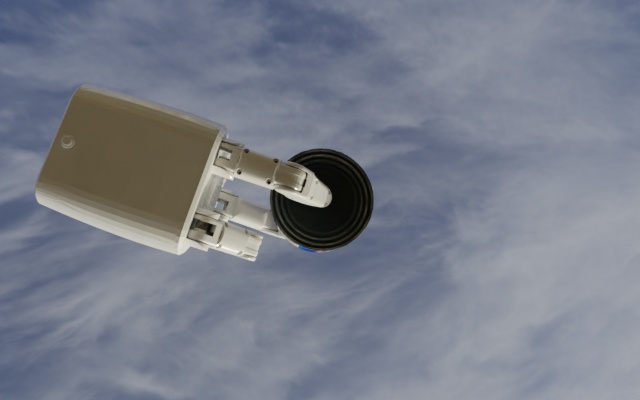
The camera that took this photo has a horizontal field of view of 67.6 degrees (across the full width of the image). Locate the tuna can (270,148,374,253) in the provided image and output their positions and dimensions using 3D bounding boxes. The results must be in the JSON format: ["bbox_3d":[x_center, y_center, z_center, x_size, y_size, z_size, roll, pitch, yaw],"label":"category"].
[{"bbox_3d":[0.000,0.001,0.407,0.086,0.086,0.034,0,-10,-5],"label":"tuna can"}]
